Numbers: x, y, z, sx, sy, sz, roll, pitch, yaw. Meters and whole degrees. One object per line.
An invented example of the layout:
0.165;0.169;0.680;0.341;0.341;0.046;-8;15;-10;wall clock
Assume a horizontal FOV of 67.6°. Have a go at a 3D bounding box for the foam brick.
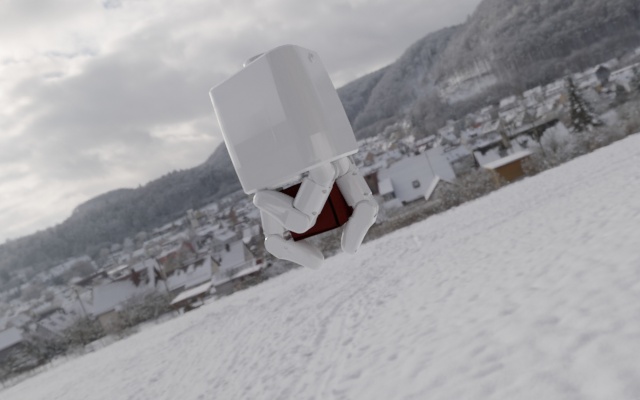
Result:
0.000;0.002;0.481;0.053;0.051;0.078;-20;4;21;foam brick
